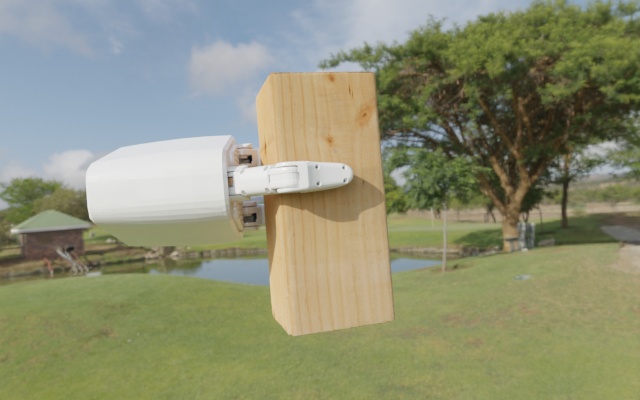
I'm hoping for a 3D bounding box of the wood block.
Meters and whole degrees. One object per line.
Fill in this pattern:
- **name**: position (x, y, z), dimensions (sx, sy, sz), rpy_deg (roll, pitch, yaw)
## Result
- **wood block**: position (0.000, 0.001, 0.421), dimensions (0.090, 0.206, 0.091), rpy_deg (-5, -1, -15)
